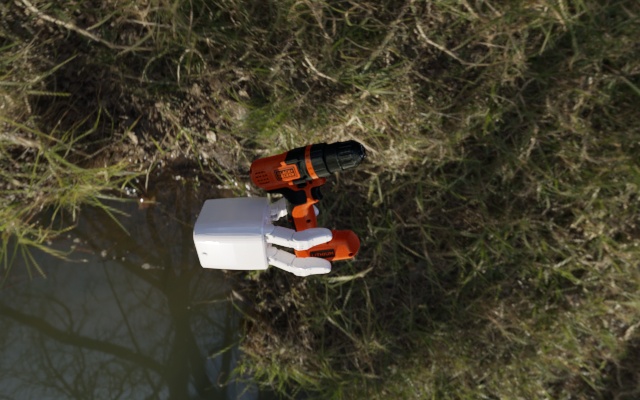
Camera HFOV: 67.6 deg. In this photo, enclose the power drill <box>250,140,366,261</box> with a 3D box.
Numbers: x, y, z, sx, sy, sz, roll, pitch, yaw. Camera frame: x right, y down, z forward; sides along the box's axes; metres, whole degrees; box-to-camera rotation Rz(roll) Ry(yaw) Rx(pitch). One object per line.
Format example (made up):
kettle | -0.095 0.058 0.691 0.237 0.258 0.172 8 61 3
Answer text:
power drill | 0.000 0.003 0.741 0.184 0.188 0.057 -9 24 23
